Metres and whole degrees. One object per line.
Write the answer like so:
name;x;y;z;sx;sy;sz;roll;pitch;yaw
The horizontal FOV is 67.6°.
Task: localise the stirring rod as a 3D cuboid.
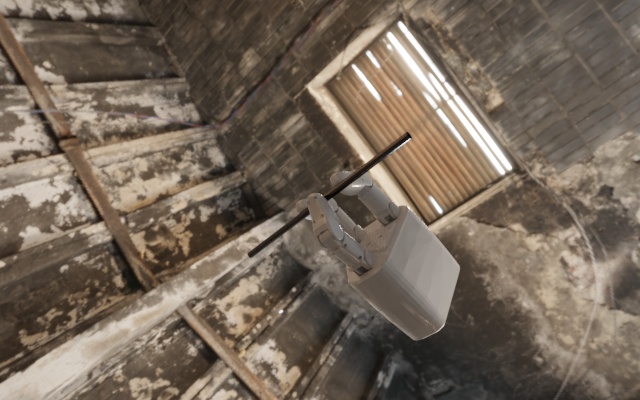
stirring rod;0.000;0.002;0.509;0.239;0.011;0.011;-37;-20;29
